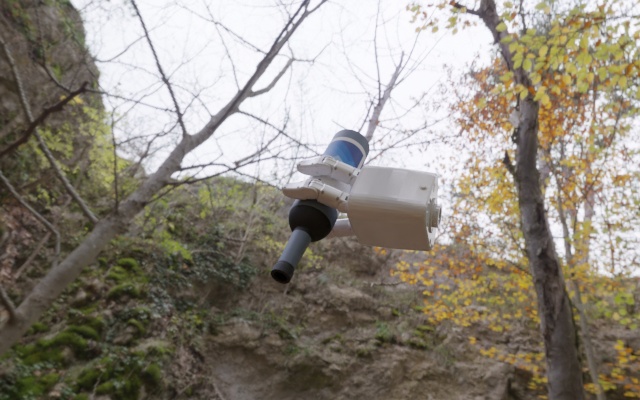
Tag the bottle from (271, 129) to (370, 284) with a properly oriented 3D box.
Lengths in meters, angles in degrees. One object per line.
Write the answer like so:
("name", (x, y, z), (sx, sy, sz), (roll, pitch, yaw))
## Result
("bottle", (0.000, 0.002, 0.707), (0.069, 0.069, 0.295), (0, 40, 27))
